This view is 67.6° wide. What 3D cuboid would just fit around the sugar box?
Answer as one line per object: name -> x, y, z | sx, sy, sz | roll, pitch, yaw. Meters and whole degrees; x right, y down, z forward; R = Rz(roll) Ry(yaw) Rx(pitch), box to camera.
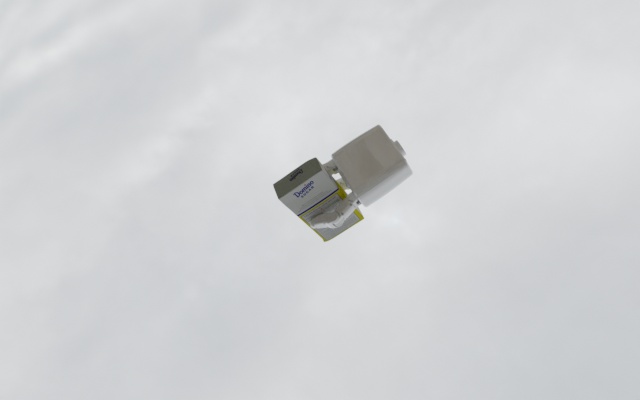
sugar box -> 0.000, 0.002, 0.870 | 0.093, 0.048, 0.176 | -33, -44, 9
